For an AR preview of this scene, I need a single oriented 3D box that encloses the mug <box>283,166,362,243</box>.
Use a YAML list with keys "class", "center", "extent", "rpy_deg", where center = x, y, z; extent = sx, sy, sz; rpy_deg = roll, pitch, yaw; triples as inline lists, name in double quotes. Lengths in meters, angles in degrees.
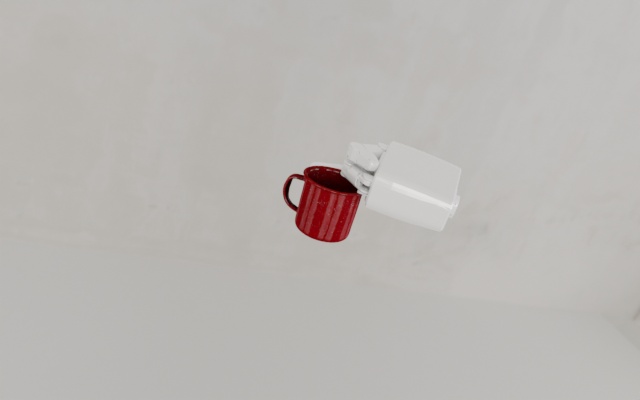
- class: "mug"
  center: [-0.001, 0.002, 0.677]
  extent: [0.117, 0.081, 0.093]
  rpy_deg: [20, 23, 9]
